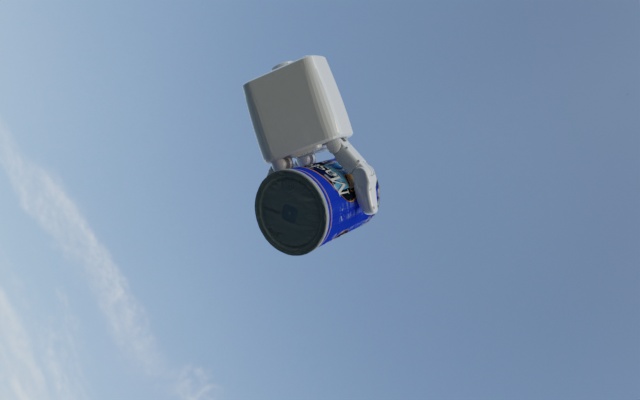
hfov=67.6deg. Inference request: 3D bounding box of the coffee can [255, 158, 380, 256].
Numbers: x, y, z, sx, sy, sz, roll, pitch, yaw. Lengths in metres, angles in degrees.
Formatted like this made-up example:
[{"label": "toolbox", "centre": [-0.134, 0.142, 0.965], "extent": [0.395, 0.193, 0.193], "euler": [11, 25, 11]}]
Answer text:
[{"label": "coffee can", "centre": [0.000, 0.002, 0.609], "extent": [0.103, 0.103, 0.140], "euler": [0, 11, 33]}]
